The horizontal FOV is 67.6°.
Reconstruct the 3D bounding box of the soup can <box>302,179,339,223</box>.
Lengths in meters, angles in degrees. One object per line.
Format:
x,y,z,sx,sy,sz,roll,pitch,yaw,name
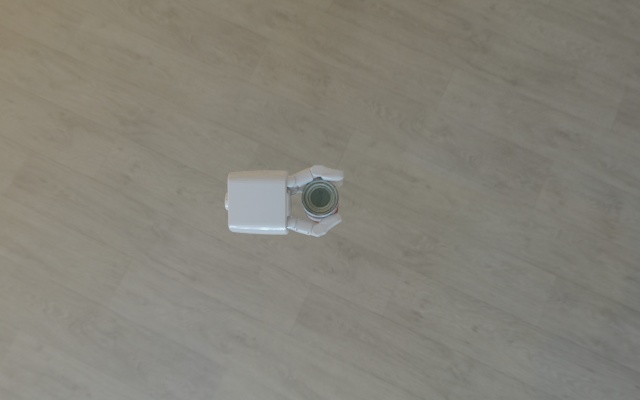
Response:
0.001,0.003,0.894,0.068,0.068,0.102,0,-11,1,soup can
